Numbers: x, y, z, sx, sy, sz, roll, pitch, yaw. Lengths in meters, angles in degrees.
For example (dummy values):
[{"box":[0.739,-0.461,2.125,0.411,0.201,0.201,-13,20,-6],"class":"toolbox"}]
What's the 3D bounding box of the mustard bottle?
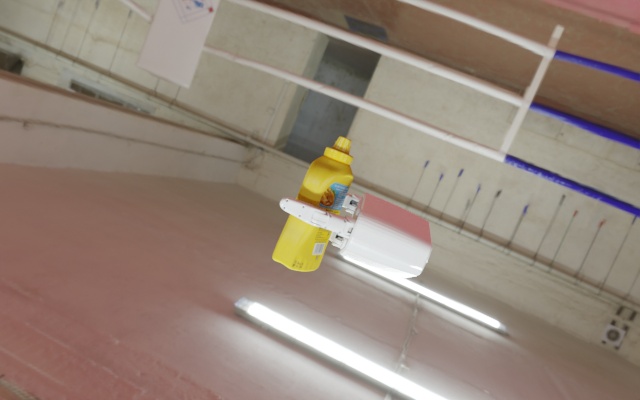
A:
[{"box":[0.000,0.002,0.671,0.058,0.191,0.096,25,6,26],"class":"mustard bottle"}]
